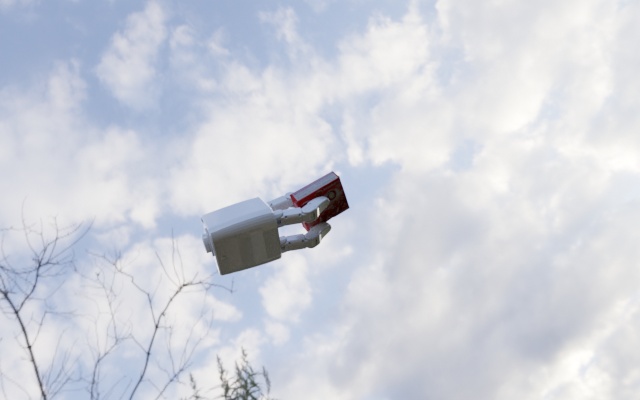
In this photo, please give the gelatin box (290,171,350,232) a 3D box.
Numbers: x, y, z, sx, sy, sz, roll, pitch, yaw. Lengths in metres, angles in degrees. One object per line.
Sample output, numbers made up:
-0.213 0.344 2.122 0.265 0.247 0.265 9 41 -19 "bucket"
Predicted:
0.000 0.002 0.825 0.089 0.073 0.030 -30 39 -12 "gelatin box"
